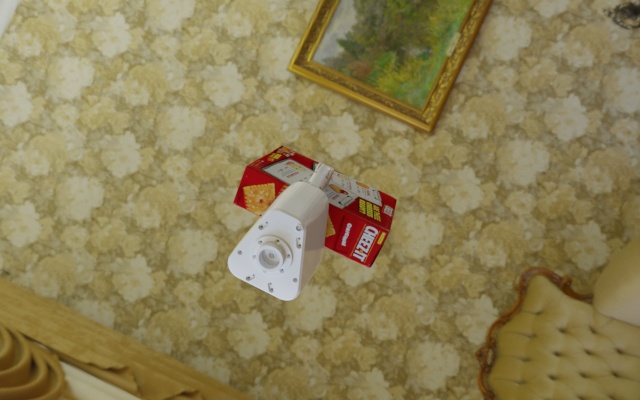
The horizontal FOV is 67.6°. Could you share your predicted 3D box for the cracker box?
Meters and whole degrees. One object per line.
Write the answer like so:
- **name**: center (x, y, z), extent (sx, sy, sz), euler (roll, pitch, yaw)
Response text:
- **cracker box**: center (0.000, 0.002, 0.721), extent (0.213, 0.072, 0.164), euler (26, 20, 5)
